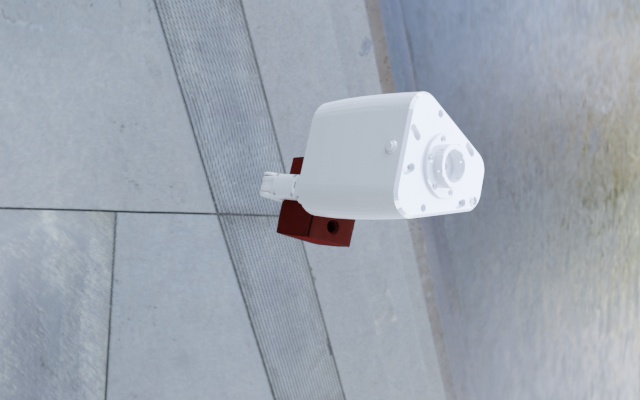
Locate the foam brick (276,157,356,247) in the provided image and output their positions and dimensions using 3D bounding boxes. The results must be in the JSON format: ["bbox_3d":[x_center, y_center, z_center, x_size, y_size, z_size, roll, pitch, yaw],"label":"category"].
[{"bbox_3d":[0.000,0.002,0.453,0.053,0.078,0.051,18,-9,-40],"label":"foam brick"}]
